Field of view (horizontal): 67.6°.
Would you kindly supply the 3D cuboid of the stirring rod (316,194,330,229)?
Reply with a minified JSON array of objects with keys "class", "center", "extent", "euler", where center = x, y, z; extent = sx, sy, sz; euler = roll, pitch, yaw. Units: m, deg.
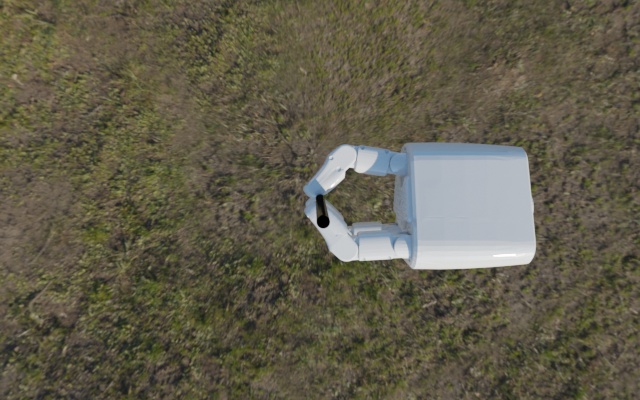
[{"class":"stirring rod","center":[0.000,0.001,0.401],"extent":[0.011,0.011,0.239],"euler":[0,5,-1]}]
